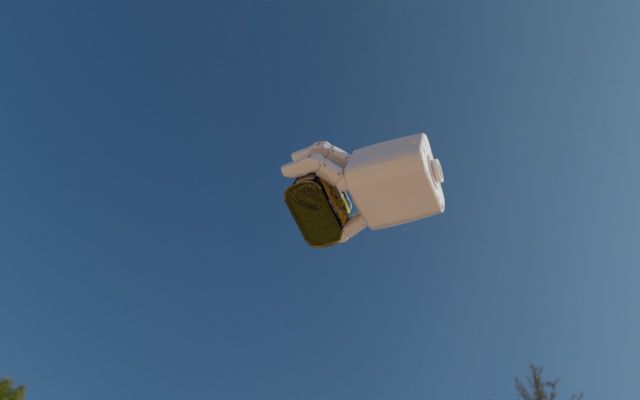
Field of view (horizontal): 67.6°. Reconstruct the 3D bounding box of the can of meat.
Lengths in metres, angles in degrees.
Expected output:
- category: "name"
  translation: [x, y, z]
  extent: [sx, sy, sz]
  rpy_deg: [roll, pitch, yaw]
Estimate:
- category: "can of meat"
  translation: [0.000, 0.002, 0.684]
  extent: [0.057, 0.102, 0.084]
  rpy_deg: [-18, 21, 24]
